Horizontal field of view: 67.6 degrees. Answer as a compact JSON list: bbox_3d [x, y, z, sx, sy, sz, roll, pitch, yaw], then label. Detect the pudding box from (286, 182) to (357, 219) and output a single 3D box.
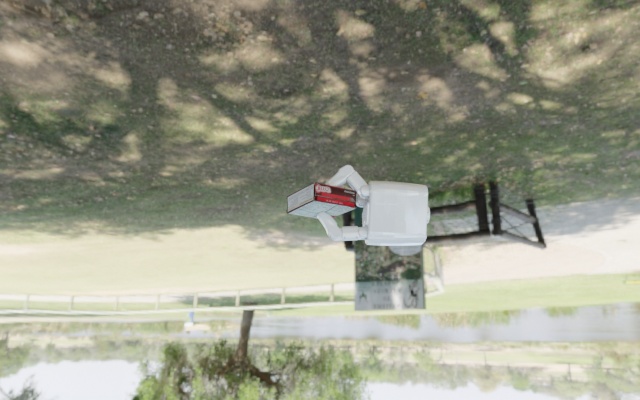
[{"bbox_3d":[0.000,0.003,0.880,0.090,0.039,0.113,12,-21,-28],"label":"pudding box"}]
